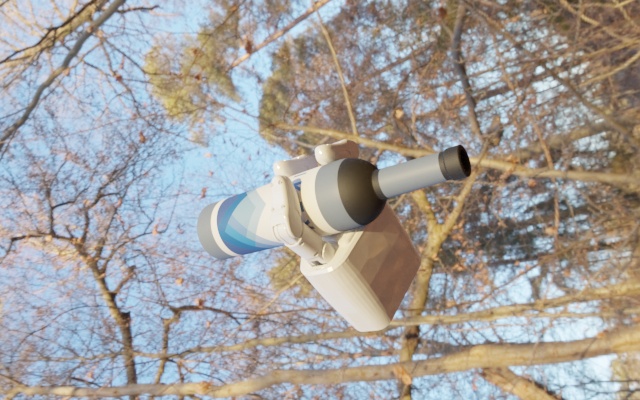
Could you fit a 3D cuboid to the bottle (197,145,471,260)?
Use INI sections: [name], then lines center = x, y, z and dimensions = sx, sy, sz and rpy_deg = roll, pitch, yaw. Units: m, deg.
[bottle]
center = 0.000, 0.002, 0.468
dimensions = 0.296, 0.069, 0.069
rpy_deg = -16, -9, 34
